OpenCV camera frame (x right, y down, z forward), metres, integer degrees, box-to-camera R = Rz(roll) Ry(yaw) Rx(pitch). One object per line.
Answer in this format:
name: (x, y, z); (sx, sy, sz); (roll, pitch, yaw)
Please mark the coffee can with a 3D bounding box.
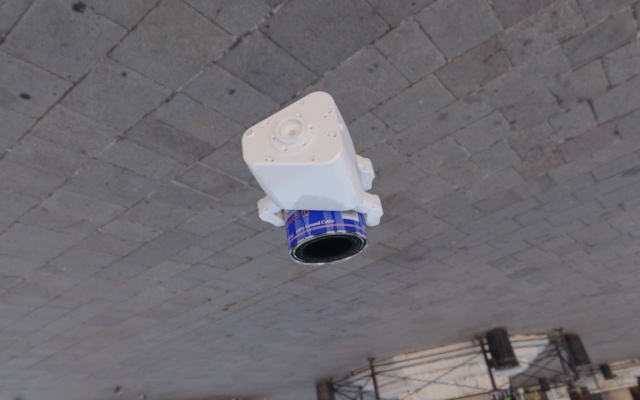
coffee can: (0.000, 0.002, 0.632); (0.103, 0.140, 0.103); (-8, -27, -4)
